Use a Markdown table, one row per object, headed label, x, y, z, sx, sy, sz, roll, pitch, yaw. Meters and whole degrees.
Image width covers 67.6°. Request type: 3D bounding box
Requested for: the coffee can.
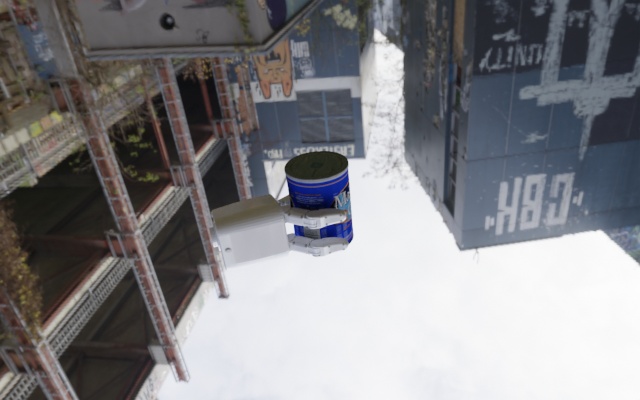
| label | x | y | z | sx | sy | sz | roll | pitch | yaw |
| --- | --- | --- | --- | --- | --- | --- | --- | --- | --- |
| coffee can | 0.000 | 0.002 | 0.789 | 0.103 | 0.140 | 0.102 | -5 | 30 | 3 |
